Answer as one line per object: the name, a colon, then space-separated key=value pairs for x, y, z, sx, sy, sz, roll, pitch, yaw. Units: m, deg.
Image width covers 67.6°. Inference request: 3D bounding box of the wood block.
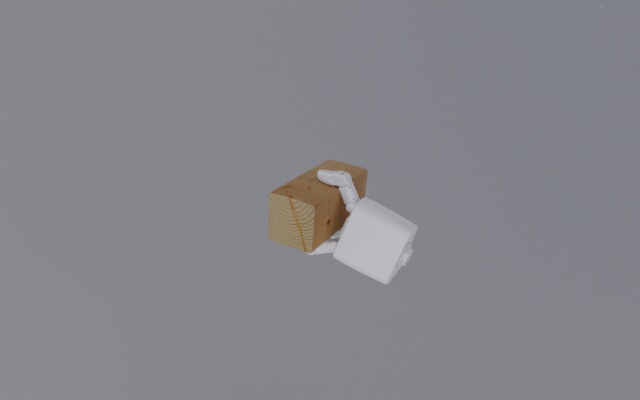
wood block: x=0.000 y=0.003 z=0.864 sx=0.090 sy=0.091 sz=0.206 roll=16 pitch=27 yaw=24
